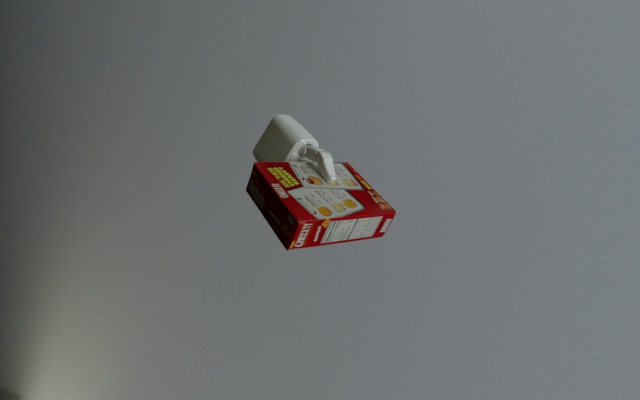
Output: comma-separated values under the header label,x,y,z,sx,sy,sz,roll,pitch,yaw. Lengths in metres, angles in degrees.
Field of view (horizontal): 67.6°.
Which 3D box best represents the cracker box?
label,x,y,z,sx,sy,sz,roll,pitch,yaw
cracker box,0.000,0.003,0.846,0.213,0.072,0.164,-4,40,-37
